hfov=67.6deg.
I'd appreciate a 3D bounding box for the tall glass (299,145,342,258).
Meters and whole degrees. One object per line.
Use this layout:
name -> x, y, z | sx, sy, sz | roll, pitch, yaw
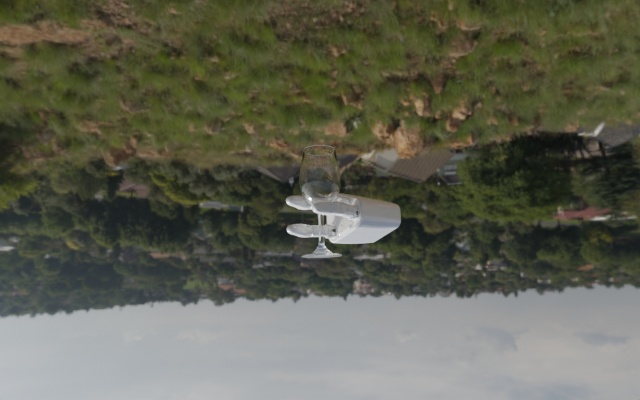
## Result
tall glass -> 0.000, 0.004, 0.880 | 0.079, 0.201, 0.079 | -2, -11, 0
